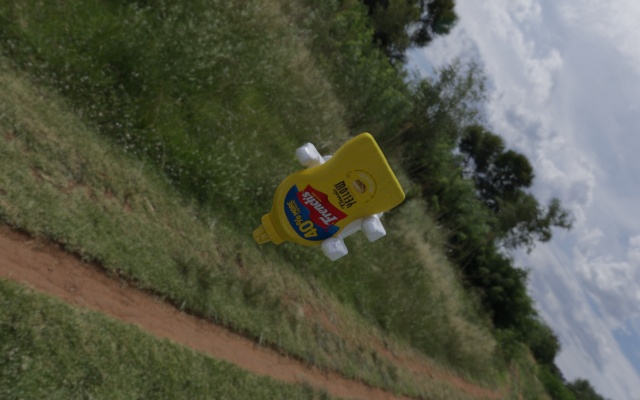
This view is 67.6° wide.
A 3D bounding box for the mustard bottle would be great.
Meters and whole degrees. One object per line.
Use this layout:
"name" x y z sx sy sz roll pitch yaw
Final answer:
"mustard bottle" 0.000 0.002 0.596 0.191 0.096 0.058 -29 16 9
